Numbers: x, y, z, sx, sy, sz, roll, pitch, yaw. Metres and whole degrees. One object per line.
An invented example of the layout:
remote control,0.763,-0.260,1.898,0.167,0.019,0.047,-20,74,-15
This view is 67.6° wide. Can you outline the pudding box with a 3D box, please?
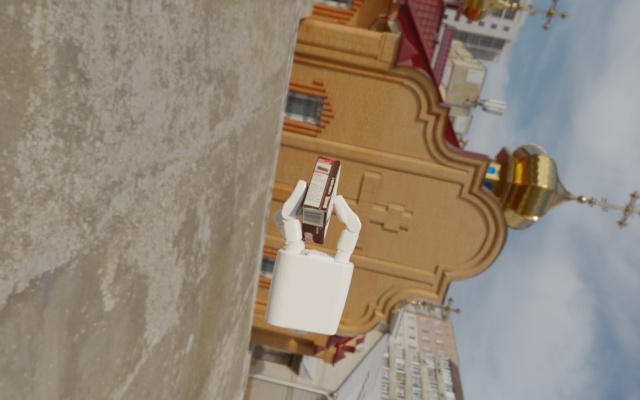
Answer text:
pudding box,0.000,0.002,0.712,0.039,0.090,0.114,14,-29,3
